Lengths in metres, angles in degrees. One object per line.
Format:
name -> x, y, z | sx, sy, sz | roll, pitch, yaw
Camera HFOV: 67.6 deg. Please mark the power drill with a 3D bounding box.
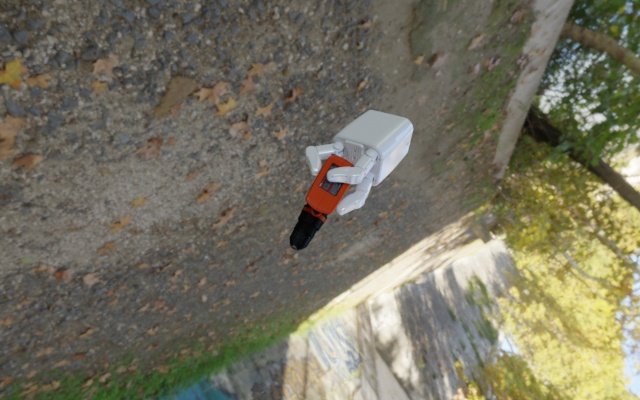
power drill -> 0.000, 0.003, 0.889 | 0.057, 0.184, 0.188 | 29, -14, -1
